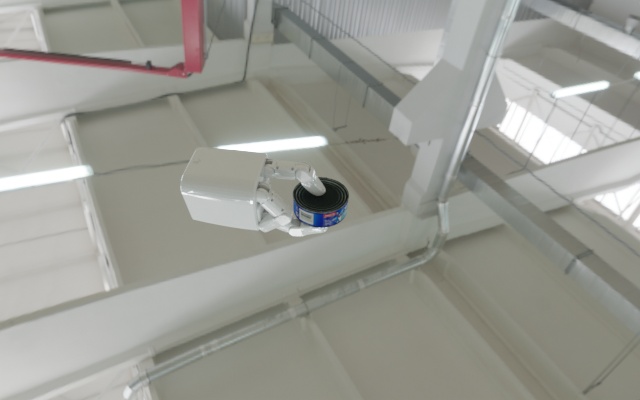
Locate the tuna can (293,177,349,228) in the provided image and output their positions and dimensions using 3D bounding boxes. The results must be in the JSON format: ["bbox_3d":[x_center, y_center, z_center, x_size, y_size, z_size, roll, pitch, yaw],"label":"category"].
[{"bbox_3d":[0.000,0.003,0.736,0.086,0.034,0.086,1,40,-1],"label":"tuna can"}]
